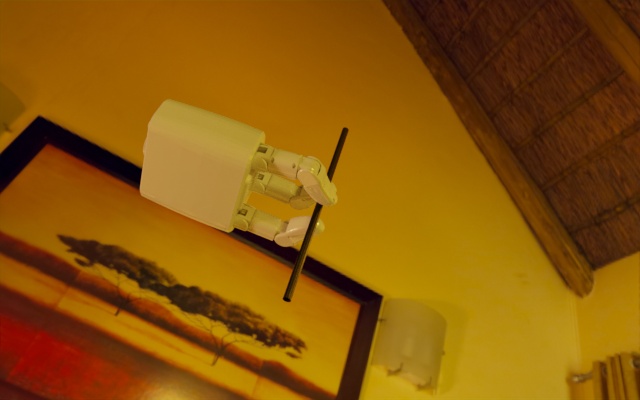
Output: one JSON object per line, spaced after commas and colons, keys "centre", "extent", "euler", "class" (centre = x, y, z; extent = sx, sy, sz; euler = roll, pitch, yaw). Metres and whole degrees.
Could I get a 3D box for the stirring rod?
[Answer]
{"centre": [0.000, 0.002, 0.506], "extent": [0.011, 0.239, 0.011], "euler": [11, -40, 10], "class": "stirring rod"}
